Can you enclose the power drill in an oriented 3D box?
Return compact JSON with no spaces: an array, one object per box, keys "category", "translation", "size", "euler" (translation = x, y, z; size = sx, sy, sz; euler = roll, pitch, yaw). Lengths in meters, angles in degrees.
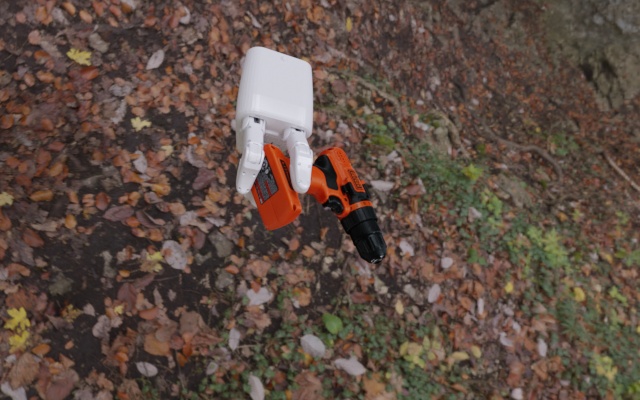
[{"category":"power drill","translation":[0.000,0.002,0.630],"size":[0.057,0.184,0.187],"euler":[-40,-28,30]}]
